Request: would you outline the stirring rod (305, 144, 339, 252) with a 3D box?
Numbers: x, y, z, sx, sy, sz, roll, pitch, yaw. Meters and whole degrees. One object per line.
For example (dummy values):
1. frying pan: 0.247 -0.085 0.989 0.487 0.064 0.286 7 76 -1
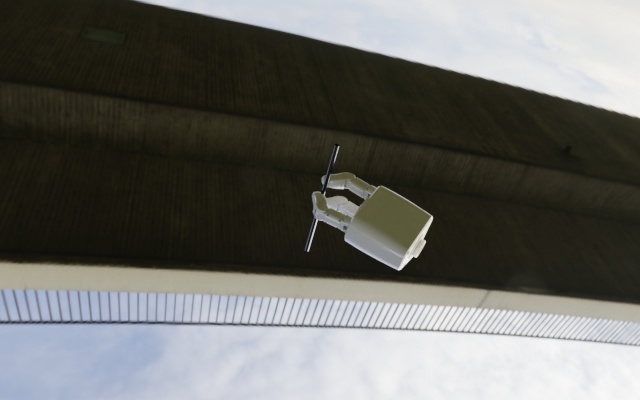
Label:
1. stirring rod: 0.000 0.003 0.846 0.011 0.240 0.011 10 37 -8
